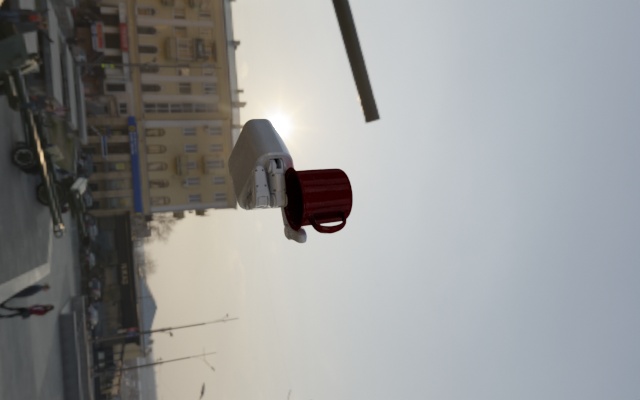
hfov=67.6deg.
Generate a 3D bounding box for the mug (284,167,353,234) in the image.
[{"bbox_3d":[0.001,0.003,0.701,0.081,0.093,0.117,-6,43,-22],"label":"mug"}]
